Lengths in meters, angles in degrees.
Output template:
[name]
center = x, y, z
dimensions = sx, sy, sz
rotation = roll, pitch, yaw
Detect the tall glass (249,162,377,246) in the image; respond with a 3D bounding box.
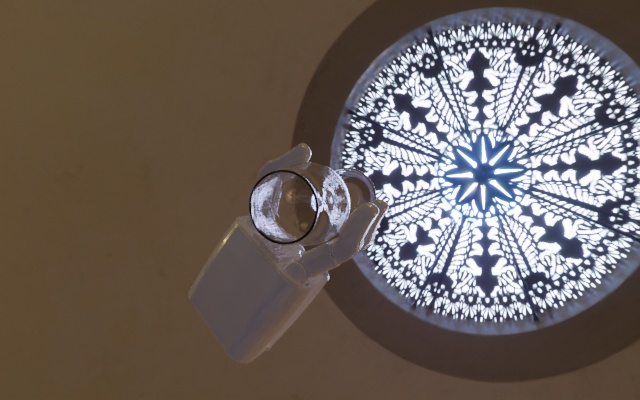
[tall glass]
center = 0.000, 0.001, 0.485
dimensions = 0.079, 0.079, 0.201
rotation = 0, 2, 18
